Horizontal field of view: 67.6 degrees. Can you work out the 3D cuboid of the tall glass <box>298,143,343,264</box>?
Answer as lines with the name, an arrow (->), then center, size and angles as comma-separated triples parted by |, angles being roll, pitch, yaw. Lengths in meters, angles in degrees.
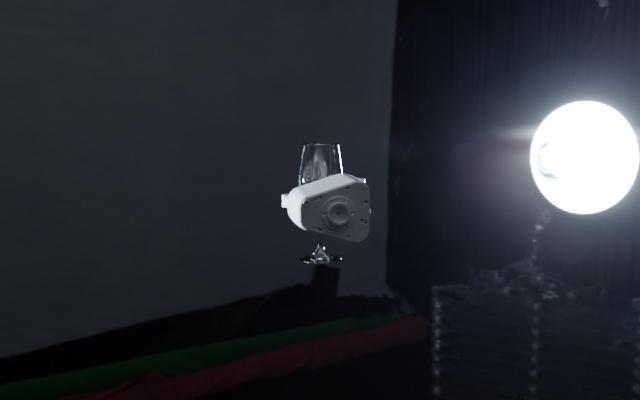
tall glass -> 0.000, 0.003, 0.820 | 0.079, 0.201, 0.079 | 0, 7, 0
